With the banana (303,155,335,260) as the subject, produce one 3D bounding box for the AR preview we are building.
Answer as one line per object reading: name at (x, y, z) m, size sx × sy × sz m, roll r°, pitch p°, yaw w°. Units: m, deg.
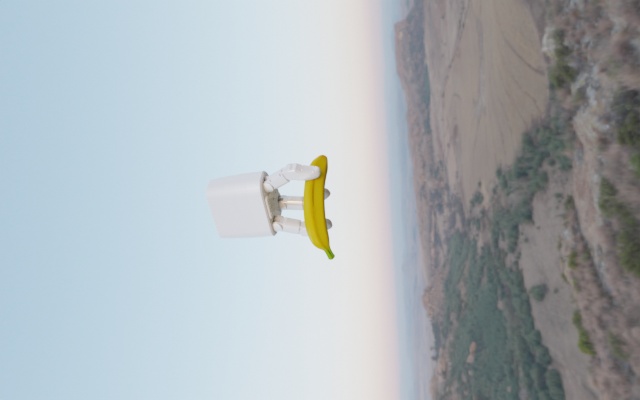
banana at (-0.006, -0.001, 0.815) m, size 0.037 × 0.197 × 0.070 m, roll -9°, pitch -24°, yaw 16°
